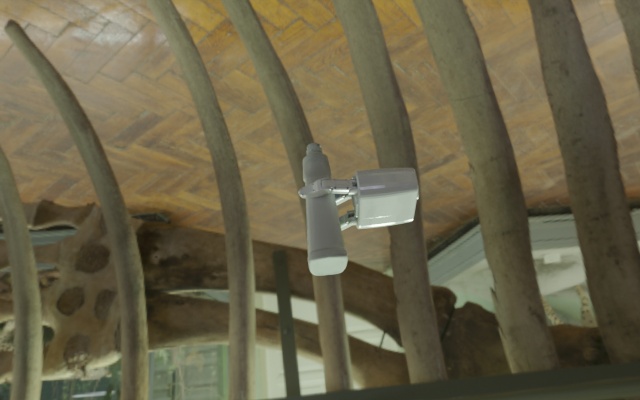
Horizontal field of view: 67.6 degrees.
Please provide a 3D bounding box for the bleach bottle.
[{"bbox_3d":[0.000,0.003,0.871,0.068,0.250,0.103,-5,-26,-3],"label":"bleach bottle"}]
